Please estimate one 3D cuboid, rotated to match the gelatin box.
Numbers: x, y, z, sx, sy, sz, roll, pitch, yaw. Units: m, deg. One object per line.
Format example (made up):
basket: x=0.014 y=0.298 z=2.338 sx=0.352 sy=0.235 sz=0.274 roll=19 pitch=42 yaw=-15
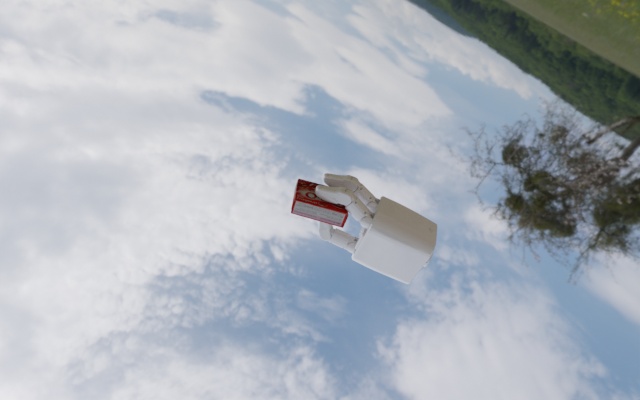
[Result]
gelatin box: x=0.000 y=0.003 z=0.771 sx=0.089 sy=0.030 sz=0.073 roll=15 pitch=29 yaw=-6
